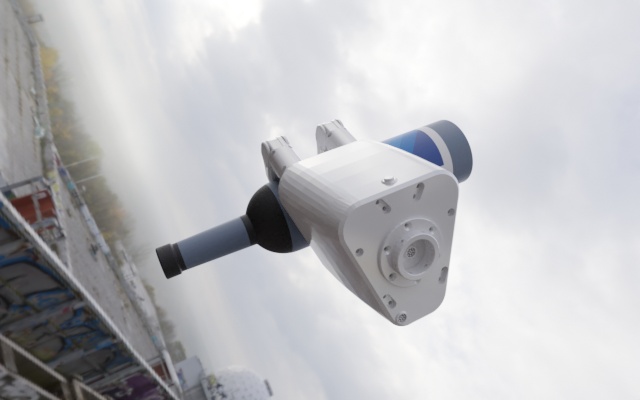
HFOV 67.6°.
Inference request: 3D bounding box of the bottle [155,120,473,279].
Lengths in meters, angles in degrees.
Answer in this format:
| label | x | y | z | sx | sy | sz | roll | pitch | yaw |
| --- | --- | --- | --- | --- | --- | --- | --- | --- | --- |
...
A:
| label | x | y | z | sx | sy | sz | roll | pitch | yaw |
| --- | --- | --- | --- | --- | --- | --- | --- | --- | --- |
| bottle | 0.000 | 0.001 | 0.435 | 0.295 | 0.069 | 0.069 | -21 | 7 | -17 |
